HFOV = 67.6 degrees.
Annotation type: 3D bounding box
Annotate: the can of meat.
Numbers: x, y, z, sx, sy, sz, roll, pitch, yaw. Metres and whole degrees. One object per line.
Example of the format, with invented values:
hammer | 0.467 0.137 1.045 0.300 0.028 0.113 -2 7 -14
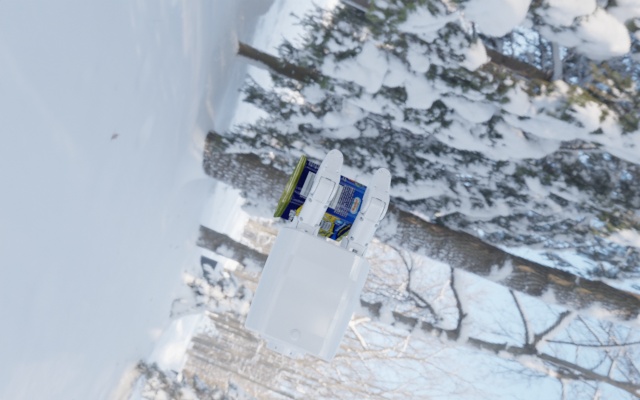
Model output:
can of meat | 0.000 0.002 0.536 0.084 0.057 0.102 24 -20 -6
